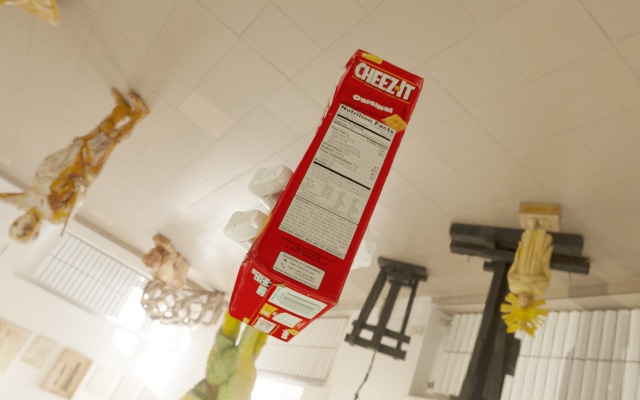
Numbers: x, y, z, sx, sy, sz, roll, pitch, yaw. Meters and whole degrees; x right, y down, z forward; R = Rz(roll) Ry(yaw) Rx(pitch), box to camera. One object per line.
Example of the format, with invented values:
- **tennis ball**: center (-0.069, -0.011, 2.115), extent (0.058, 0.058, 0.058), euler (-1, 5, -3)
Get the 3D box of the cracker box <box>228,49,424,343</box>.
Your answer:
- **cracker box**: center (0.000, 0.002, 0.418), extent (0.072, 0.213, 0.164), euler (26, -28, -3)
